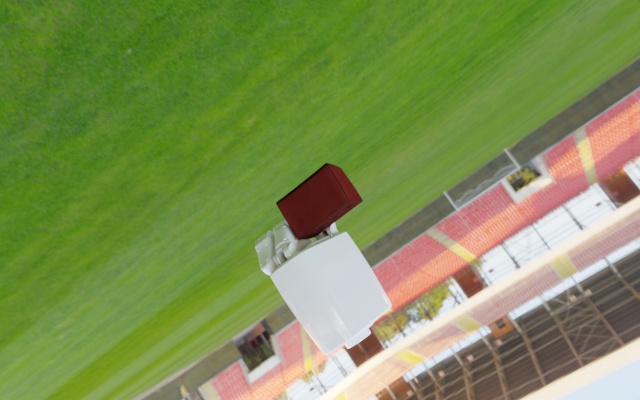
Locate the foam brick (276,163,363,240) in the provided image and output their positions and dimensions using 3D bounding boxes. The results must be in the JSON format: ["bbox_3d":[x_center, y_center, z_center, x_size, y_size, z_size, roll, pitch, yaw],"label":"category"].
[{"bbox_3d":[0.000,0.002,0.551,0.078,0.051,0.053,-38,-14,18],"label":"foam brick"}]
